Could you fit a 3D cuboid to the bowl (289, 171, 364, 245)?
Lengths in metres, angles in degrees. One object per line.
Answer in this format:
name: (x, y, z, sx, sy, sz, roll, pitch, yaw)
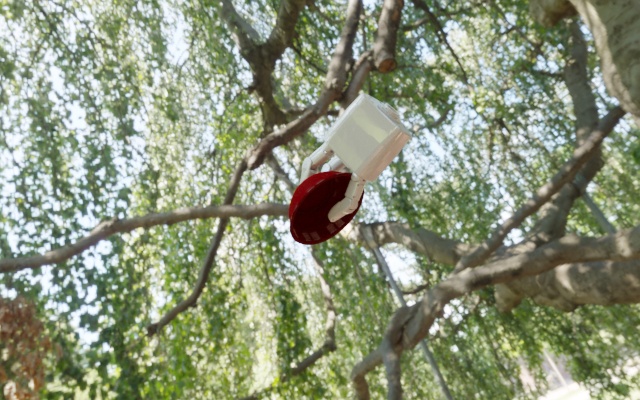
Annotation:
bowl: (-0.001, 0.004, 0.865, 0.162, 0.162, 0.055, 0, 36, -44)
